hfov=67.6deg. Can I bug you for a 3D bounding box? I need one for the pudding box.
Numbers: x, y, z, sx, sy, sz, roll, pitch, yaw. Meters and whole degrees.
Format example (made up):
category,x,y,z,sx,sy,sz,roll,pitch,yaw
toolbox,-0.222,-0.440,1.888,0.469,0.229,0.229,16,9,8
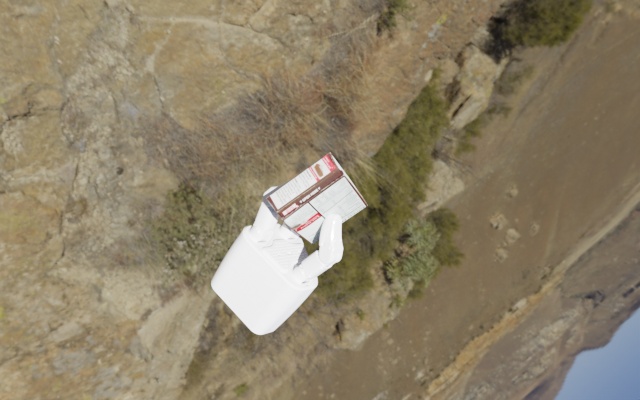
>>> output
category,x,y,z,sx,sy,sz,roll,pitch,yaw
pudding box,0.000,0.002,0.572,0.090,0.039,0.113,-36,-25,4
